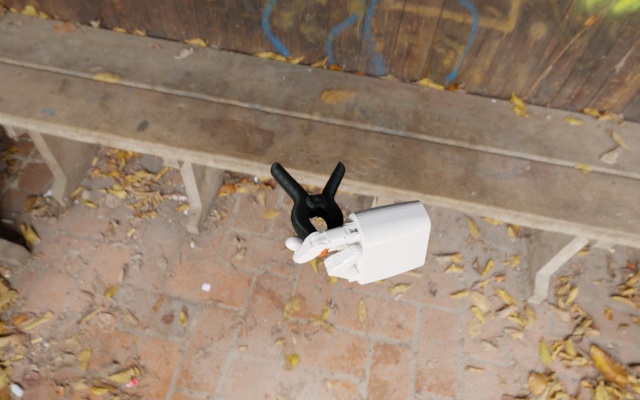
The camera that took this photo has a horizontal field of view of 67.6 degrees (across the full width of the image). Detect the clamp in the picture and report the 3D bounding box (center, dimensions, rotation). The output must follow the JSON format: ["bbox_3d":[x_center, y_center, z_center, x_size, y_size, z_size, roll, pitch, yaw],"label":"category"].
[{"bbox_3d":[0.000,0.002,0.727,0.120,0.171,0.039,-12,-31,-13],"label":"clamp"}]
